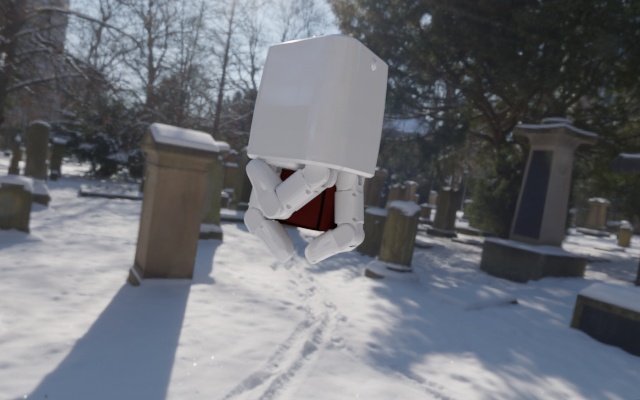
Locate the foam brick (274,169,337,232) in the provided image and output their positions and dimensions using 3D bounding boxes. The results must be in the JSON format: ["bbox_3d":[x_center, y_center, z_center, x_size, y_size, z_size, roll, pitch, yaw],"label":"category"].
[{"bbox_3d":[0.000,0.002,0.468,0.053,0.051,0.078,10,1,30],"label":"foam brick"}]
